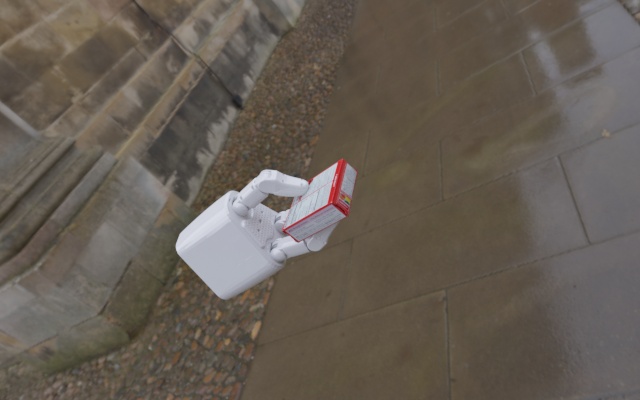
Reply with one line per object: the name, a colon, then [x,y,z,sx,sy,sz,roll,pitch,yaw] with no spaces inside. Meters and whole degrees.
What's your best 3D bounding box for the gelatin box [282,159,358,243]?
gelatin box: [0.000,0.001,0.564,0.030,0.073,0.089,39,-47,-23]
